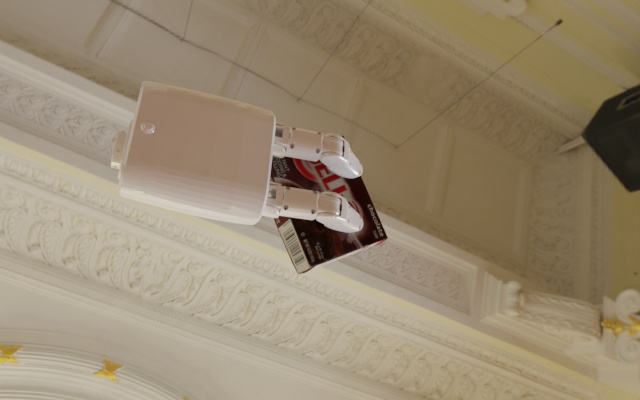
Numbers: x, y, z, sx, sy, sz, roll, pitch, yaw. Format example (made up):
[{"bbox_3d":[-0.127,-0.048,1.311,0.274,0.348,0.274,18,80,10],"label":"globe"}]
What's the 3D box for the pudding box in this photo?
[{"bbox_3d":[0.000,0.002,0.448,0.090,0.113,0.039,-17,-9,-31],"label":"pudding box"}]
